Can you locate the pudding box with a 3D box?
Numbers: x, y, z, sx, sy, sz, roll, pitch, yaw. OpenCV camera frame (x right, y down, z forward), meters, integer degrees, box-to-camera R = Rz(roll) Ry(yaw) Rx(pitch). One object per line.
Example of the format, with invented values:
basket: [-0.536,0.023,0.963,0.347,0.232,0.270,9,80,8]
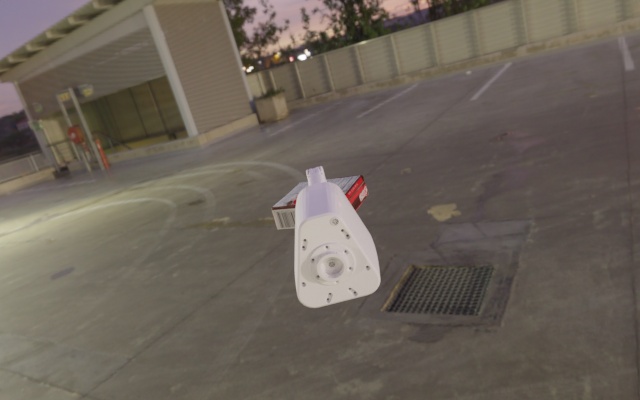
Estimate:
pudding box: [0.000,0.002,0.674,0.113,0.039,0.090,-4,23,30]
